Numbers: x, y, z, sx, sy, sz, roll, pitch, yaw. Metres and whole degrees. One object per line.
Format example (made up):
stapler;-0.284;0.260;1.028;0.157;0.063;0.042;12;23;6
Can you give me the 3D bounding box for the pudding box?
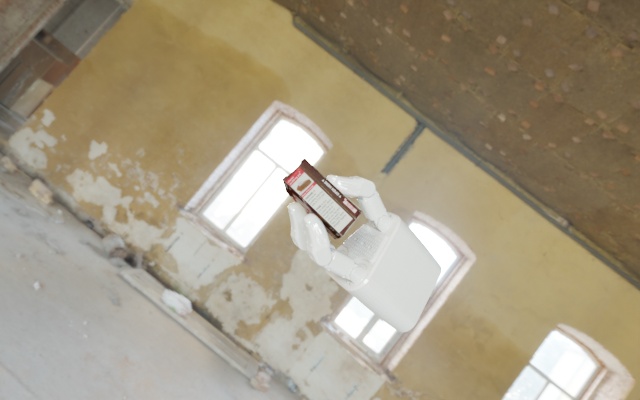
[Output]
pudding box;0.000;0.002;0.559;0.090;0.039;0.113;43;-8;3
